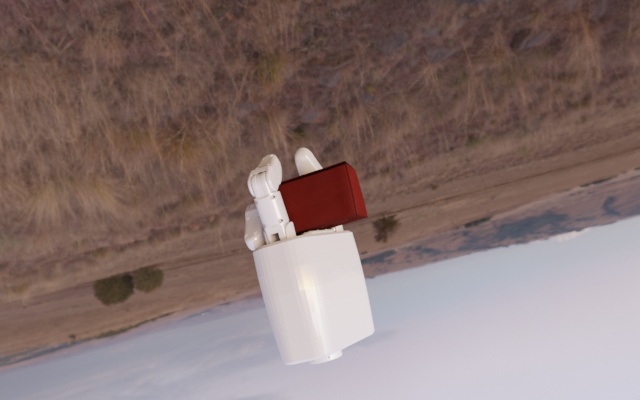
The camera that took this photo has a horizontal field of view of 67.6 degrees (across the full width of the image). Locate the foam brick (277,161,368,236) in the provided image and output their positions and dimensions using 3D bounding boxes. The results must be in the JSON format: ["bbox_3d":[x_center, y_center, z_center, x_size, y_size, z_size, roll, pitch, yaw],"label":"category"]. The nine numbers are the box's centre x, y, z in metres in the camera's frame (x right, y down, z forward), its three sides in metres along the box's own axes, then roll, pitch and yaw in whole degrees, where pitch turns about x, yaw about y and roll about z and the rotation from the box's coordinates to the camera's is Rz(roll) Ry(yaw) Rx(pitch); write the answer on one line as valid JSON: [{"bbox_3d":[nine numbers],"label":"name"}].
[{"bbox_3d":[0.000,0.001,0.461,0.078,0.051,0.053,-17,-10,15],"label":"foam brick"}]
